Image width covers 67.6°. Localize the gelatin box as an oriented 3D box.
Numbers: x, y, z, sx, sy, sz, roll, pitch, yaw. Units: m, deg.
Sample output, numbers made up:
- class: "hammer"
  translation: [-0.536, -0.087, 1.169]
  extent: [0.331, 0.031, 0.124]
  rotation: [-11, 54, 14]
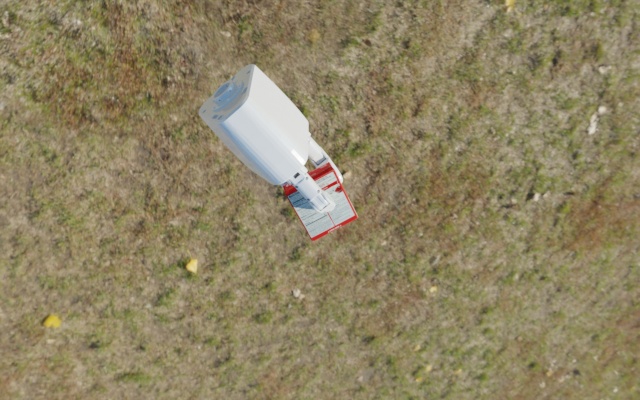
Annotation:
- class: "gelatin box"
  translation: [0.000, 0.003, 0.653]
  extent: [0.073, 0.089, 0.030]
  rotation: [-28, 29, 1]
